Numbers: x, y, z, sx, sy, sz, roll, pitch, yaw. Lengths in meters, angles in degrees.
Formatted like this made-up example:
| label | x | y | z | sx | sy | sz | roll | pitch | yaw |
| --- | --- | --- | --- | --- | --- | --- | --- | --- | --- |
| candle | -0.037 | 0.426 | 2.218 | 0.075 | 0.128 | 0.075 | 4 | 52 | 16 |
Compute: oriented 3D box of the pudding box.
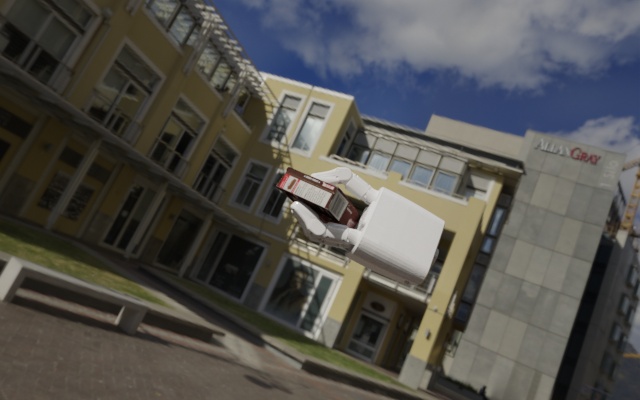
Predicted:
| label | x | y | z | sx | sy | sz | roll | pitch | yaw |
| --- | --- | --- | --- | --- | --- | --- | --- | --- | --- |
| pudding box | 0.000 | 0.002 | 0.691 | 0.090 | 0.039 | 0.113 | 23 | -14 | 28 |
